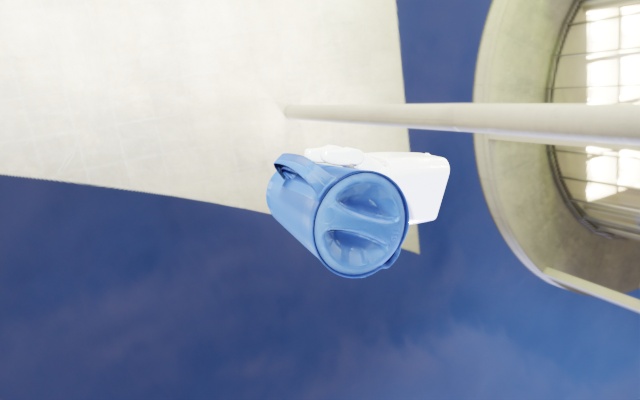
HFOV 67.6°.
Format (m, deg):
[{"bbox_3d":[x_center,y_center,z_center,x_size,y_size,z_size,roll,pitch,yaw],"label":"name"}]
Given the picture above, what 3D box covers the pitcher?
[{"bbox_3d":[0.000,0.002,0.673,0.145,0.149,0.243,-4,12,-23],"label":"pitcher"}]
